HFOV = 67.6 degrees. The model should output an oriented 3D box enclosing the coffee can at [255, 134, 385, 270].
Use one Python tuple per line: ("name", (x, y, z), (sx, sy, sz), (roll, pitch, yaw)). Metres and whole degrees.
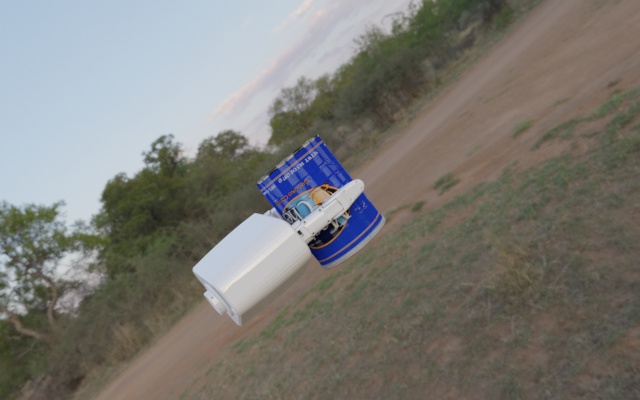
("coffee can", (0.000, 0.002, 0.609), (0.103, 0.140, 0.103), (-38, 5, 4))
